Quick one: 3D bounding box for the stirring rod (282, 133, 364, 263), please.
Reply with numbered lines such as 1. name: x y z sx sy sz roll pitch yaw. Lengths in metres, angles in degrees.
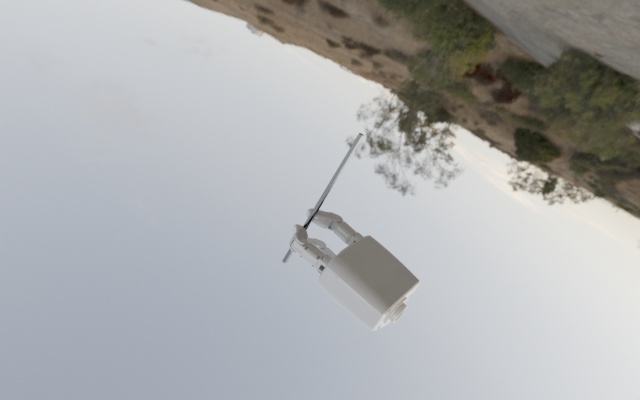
1. stirring rod: 0.000 0.002 0.715 0.011 0.240 0.011 26 23 -12
